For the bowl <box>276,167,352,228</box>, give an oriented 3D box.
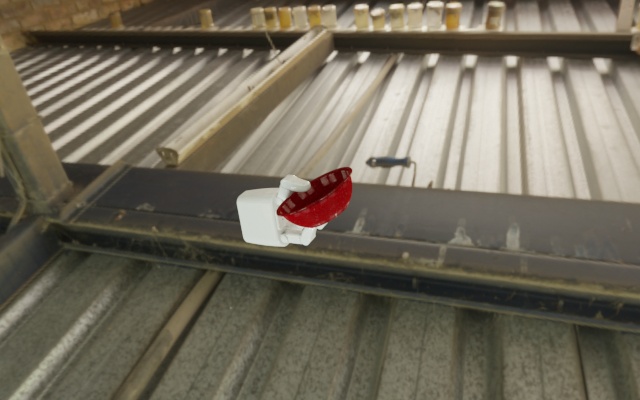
[{"bbox_3d":[0.001,0.003,0.880,0.162,0.055,0.162,-29,15,8],"label":"bowl"}]
